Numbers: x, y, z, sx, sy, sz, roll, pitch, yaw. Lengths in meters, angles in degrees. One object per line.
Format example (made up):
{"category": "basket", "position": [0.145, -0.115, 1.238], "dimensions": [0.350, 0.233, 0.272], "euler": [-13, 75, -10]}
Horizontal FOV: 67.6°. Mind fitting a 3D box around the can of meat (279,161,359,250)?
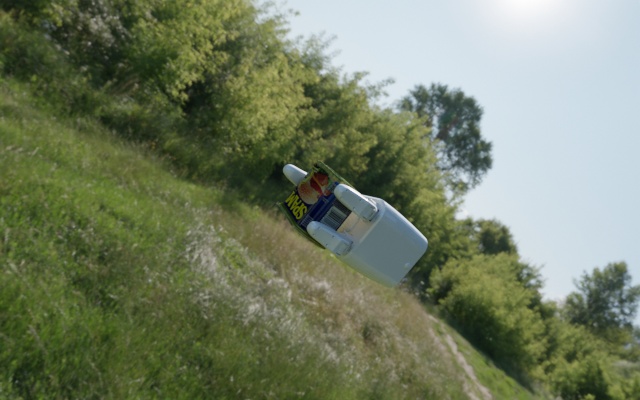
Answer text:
{"category": "can of meat", "position": [0.000, 0.002, 0.624], "dimensions": [0.057, 0.084, 0.102], "euler": [37, 6, -27]}
